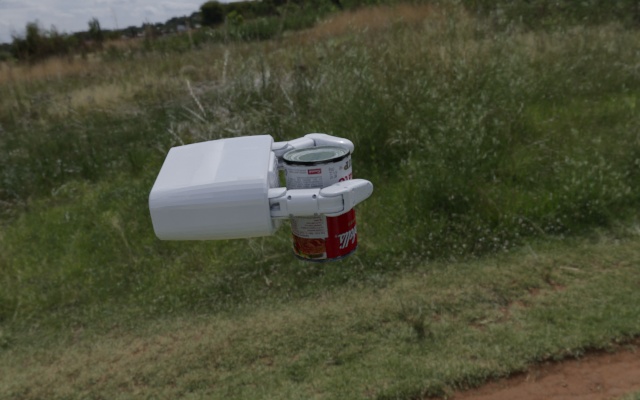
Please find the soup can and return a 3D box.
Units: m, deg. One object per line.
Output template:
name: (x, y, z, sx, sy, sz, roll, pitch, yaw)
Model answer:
soup can: (0.001, 0.001, 0.477, 0.068, 0.102, 0.068, -5, 19, 2)
